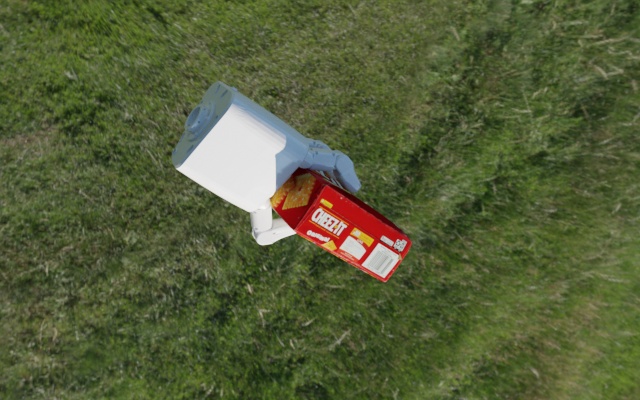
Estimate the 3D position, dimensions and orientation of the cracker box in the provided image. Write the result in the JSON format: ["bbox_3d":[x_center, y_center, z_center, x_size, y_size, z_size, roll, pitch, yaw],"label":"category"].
[{"bbox_3d":[0.000,0.002,0.637,0.164,0.072,0.213,32,6,-34],"label":"cracker box"}]
